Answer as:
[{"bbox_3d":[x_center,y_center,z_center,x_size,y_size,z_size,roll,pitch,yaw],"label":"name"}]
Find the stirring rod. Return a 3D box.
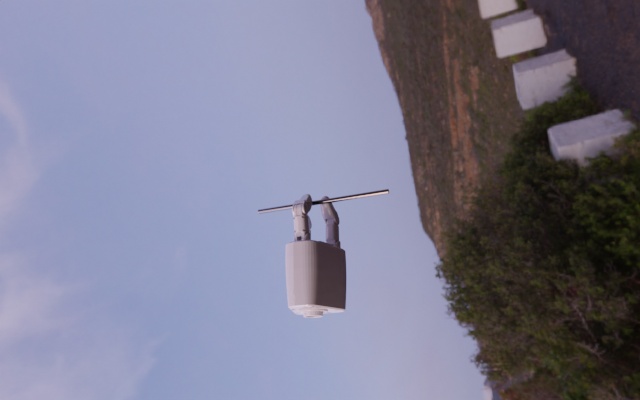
[{"bbox_3d":[0.000,0.003,0.826,0.239,0.011,0.011,-9,-3,20],"label":"stirring rod"}]
